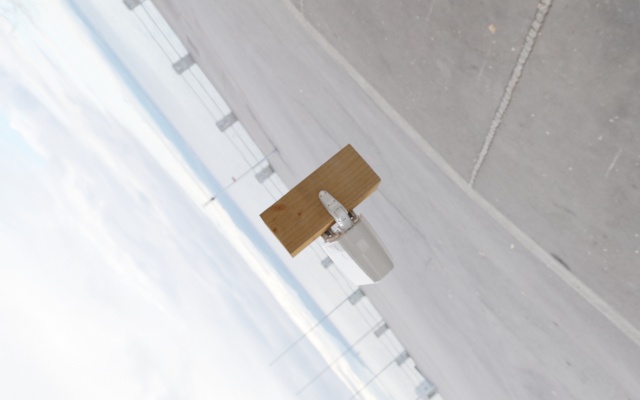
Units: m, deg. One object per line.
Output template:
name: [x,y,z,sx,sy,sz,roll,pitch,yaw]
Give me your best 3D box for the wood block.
wood block: [0.000,0.003,0.871,0.206,0.090,0.091,-39,-9,-8]
